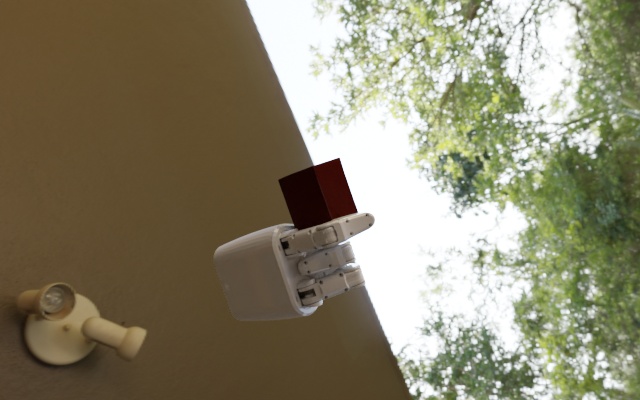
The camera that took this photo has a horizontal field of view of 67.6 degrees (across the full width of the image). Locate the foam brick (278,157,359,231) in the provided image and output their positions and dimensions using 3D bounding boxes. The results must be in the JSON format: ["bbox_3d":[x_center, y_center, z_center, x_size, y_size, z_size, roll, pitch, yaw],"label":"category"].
[{"bbox_3d":[0.000,0.001,0.504,0.051,0.078,0.053,-18,2,38],"label":"foam brick"}]
